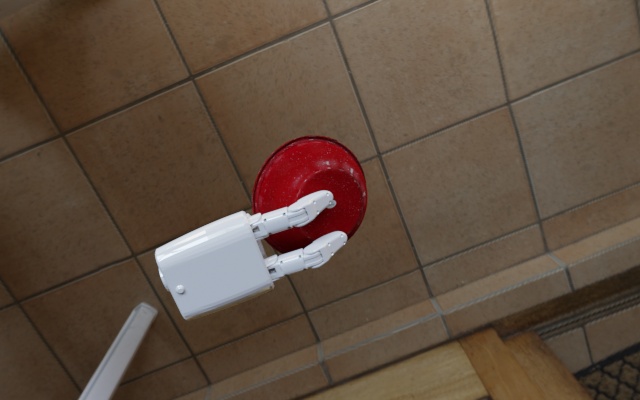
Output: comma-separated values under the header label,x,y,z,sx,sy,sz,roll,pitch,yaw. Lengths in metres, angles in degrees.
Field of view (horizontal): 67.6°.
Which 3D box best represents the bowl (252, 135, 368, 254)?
label,x,y,z,sx,sy,sz,roll,pitch,yaw
bowl,0.001,0.001,0.592,0.162,0.162,0.055,0,10,-26
